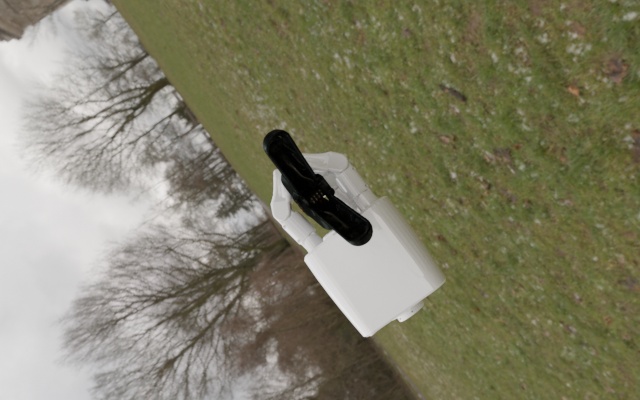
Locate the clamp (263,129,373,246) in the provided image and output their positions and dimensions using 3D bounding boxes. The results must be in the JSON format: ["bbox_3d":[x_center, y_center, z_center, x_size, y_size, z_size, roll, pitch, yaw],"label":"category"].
[{"bbox_3d":[0.000,0.002,0.457,0.039,0.120,0.171,-37,-10,-3],"label":"clamp"}]
